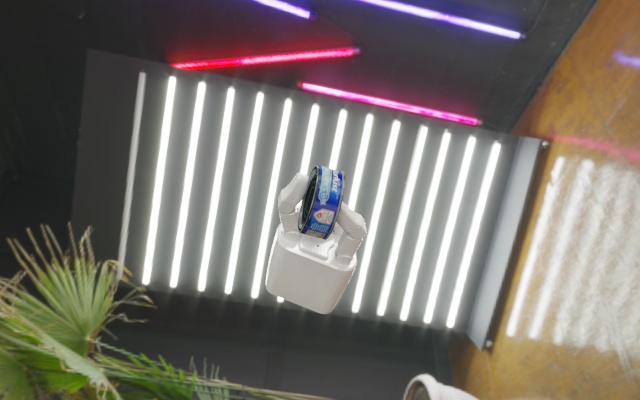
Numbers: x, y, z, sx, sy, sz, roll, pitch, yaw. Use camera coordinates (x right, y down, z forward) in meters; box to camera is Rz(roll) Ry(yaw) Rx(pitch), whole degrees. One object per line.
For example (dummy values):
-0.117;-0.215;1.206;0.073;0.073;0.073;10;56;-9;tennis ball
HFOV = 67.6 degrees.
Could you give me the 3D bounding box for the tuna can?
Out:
0.000;0.002;0.573;0.034;0.086;0.086;15;-3;-10;tuna can
